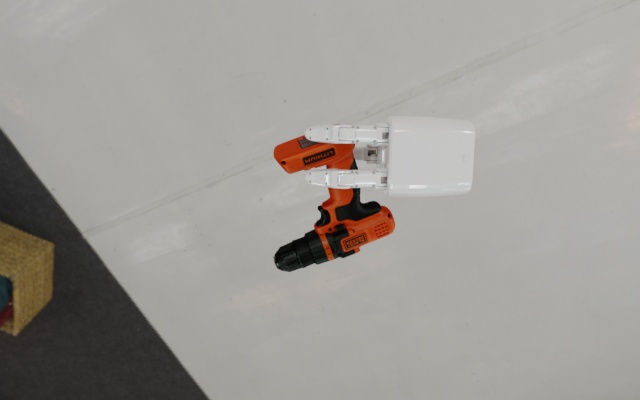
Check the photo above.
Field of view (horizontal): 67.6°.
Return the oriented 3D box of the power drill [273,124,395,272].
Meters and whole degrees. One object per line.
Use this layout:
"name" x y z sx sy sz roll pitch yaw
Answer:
"power drill" 0.000 0.002 0.660 0.184 0.188 0.057 -22 32 -4
